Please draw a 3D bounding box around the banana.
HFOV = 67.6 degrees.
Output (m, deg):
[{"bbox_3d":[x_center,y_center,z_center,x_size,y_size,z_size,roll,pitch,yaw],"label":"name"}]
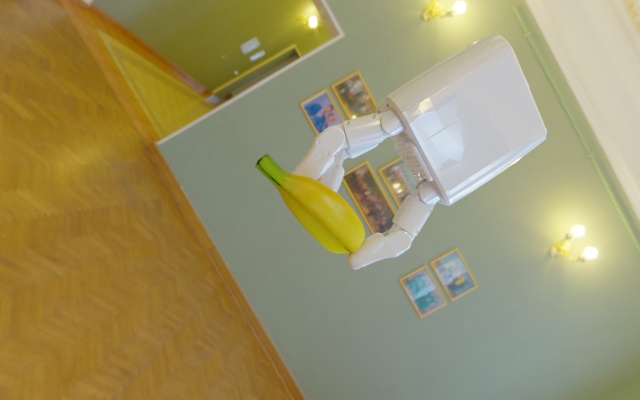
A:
[{"bbox_3d":[0.009,0.015,0.401,0.037,0.069,0.198,-36,-21,2],"label":"banana"}]
